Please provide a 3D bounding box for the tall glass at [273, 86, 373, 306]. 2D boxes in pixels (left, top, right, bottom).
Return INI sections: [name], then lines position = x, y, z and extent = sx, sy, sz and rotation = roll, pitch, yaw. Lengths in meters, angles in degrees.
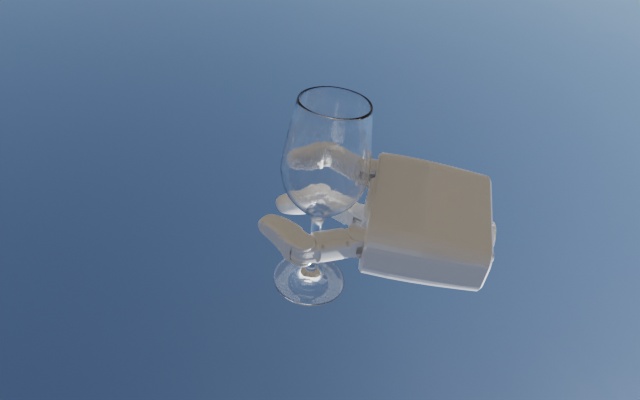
[tall glass]
position = 0.000, 0.002, 0.437
extent = 0.079, 0.201, 0.079
rotation = 5, 36, -4
